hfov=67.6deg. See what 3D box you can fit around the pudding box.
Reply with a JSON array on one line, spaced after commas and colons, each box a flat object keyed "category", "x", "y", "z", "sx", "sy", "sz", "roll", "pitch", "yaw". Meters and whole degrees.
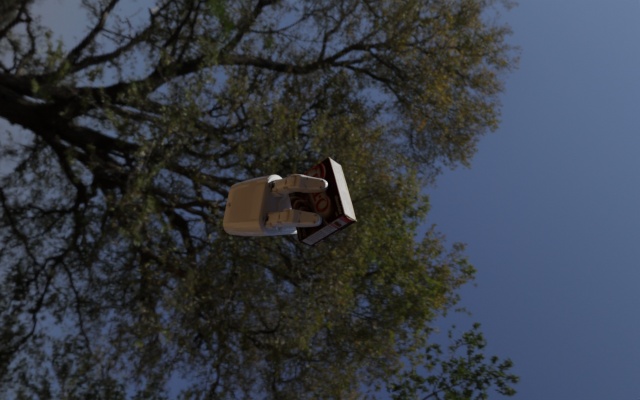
[{"category": "pudding box", "x": 0.000, "y": 0.003, "z": 0.739, "sx": 0.090, "sy": 0.113, "sz": 0.039, "roll": -34, "pitch": -36, "yaw": 26}]
